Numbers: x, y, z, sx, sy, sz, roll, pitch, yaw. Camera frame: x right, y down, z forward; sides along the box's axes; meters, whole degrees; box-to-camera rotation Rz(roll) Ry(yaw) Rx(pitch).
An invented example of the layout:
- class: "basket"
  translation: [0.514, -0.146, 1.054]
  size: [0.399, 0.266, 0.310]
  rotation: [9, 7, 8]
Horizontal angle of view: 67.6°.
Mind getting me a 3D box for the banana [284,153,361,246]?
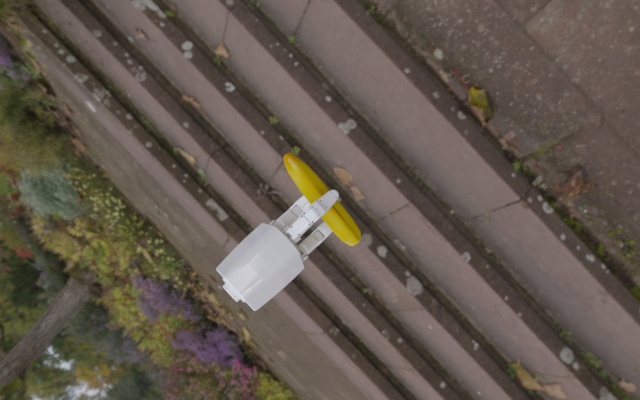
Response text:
- class: "banana"
  translation: [0.008, 0.008, 0.752]
  size: [0.037, 0.198, 0.069]
  rotation: [-41, 21, -8]
